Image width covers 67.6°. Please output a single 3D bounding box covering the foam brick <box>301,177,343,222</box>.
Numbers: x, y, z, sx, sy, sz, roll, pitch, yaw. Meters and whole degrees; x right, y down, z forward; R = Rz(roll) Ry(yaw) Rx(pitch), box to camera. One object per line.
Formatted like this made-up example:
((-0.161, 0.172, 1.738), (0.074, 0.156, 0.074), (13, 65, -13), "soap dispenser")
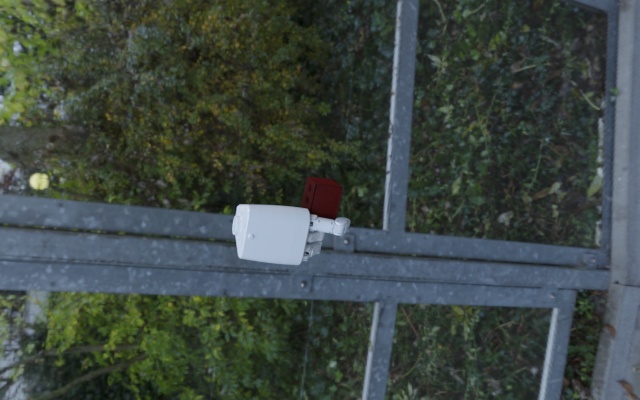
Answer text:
((0.000, 0.002, 0.838), (0.051, 0.078, 0.053), (7, 14, -20), "foam brick")
